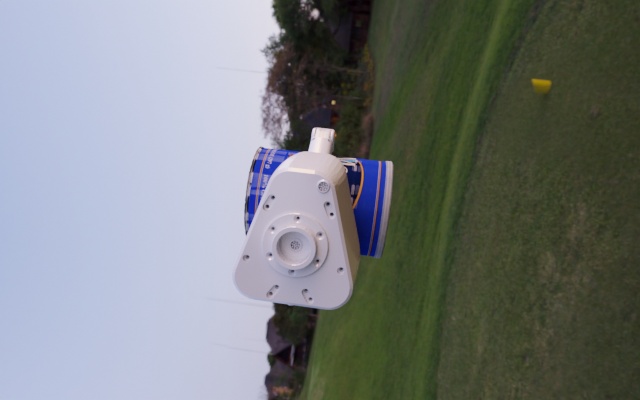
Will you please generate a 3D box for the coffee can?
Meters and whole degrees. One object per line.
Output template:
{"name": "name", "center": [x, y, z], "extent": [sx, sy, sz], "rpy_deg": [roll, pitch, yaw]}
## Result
{"name": "coffee can", "center": [0.000, 0.002, 0.507], "extent": [0.140, 0.103, 0.103], "rpy_deg": [7, 0, 4]}
